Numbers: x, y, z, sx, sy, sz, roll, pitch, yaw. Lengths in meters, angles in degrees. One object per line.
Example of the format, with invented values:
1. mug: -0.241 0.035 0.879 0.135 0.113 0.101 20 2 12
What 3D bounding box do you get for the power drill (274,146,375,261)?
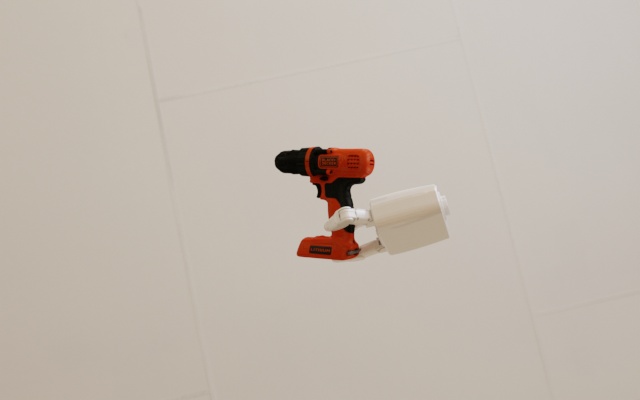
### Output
1. power drill: 0.000 0.003 0.806 0.184 0.187 0.057 3 4 30
